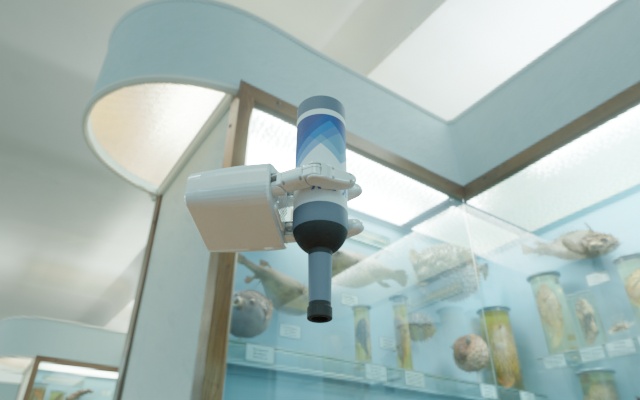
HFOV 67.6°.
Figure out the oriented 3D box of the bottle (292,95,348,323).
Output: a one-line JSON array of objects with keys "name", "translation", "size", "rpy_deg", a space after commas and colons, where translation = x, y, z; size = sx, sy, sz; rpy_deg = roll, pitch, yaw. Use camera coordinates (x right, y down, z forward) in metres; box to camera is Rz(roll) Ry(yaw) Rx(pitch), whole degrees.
[{"name": "bottle", "translation": [0.000, 0.002, 0.586], "size": [0.069, 0.295, 0.069], "rpy_deg": [0, -32, 0]}]
